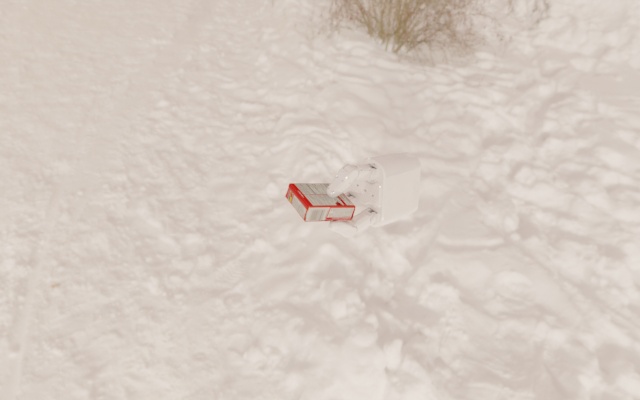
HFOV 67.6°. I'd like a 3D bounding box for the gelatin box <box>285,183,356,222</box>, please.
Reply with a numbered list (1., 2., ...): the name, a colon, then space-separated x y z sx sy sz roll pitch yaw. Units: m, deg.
1. gelatin box: 0.000 0.002 0.753 0.089 0.030 0.073 0 31 -32
